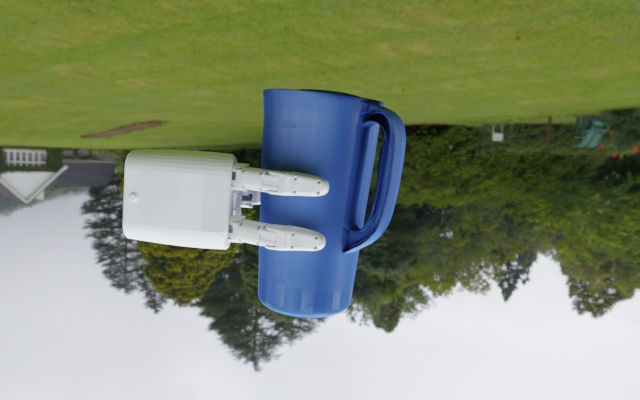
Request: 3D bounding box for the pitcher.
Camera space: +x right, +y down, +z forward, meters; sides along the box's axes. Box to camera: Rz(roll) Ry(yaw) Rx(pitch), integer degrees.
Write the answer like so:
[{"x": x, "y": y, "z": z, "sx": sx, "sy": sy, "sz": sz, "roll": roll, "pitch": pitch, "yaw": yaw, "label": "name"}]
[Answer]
[{"x": 0.000, "y": 0.002, "z": 0.528, "sx": 0.145, "sy": 0.243, "sz": 0.149, "roll": 5, "pitch": 8, "yaw": -5, "label": "pitcher"}]
